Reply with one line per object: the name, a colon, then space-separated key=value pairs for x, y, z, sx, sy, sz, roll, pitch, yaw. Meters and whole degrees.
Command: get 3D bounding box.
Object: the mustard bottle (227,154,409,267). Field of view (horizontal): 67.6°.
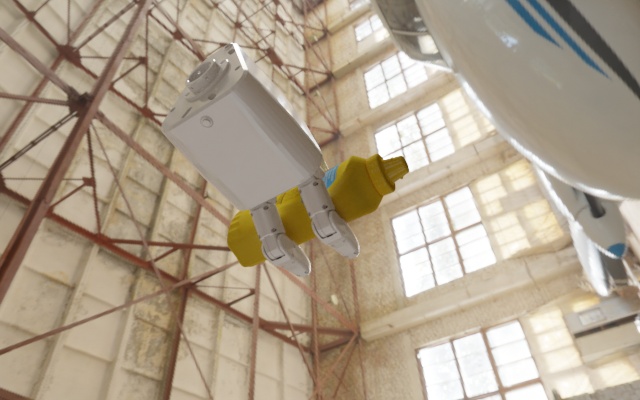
mustard bottle: x=0.000 y=0.002 z=0.489 sx=0.191 sy=0.058 sz=0.096 roll=-25 pitch=14 yaw=21
